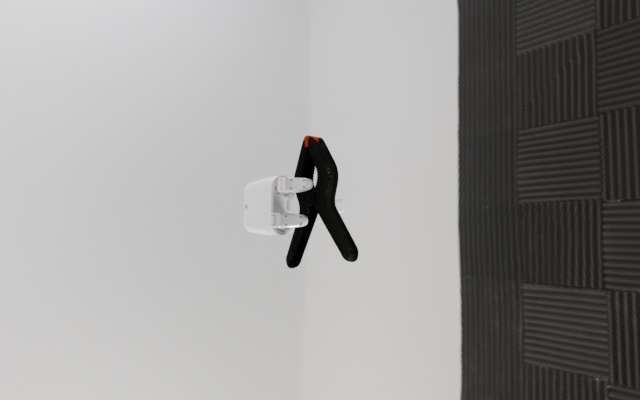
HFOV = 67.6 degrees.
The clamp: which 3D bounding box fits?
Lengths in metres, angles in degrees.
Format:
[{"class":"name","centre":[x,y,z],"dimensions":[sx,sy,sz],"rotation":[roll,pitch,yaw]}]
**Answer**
[{"class":"clamp","centre":[0.001,0.002,0.729],"dimensions":[0.036,0.210,0.164],"rotation":[4,-5,-37]}]
